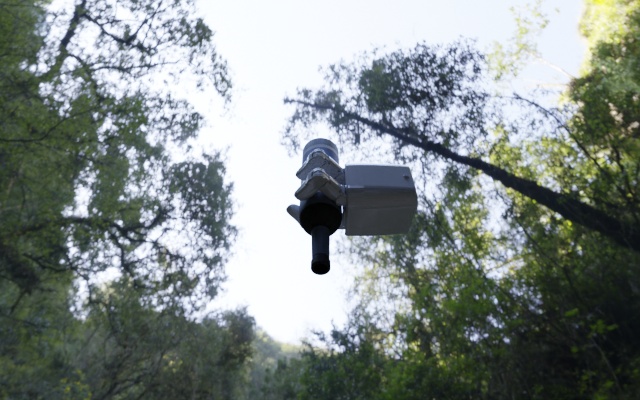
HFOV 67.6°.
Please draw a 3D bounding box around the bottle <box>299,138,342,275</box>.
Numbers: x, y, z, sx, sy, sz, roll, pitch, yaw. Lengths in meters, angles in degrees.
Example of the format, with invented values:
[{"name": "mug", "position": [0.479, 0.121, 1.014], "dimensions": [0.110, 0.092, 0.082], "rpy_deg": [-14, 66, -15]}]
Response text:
[{"name": "bottle", "position": [0.000, 0.002, 0.756], "dimensions": [0.069, 0.069, 0.295], "rpy_deg": [0, 37, 0]}]
